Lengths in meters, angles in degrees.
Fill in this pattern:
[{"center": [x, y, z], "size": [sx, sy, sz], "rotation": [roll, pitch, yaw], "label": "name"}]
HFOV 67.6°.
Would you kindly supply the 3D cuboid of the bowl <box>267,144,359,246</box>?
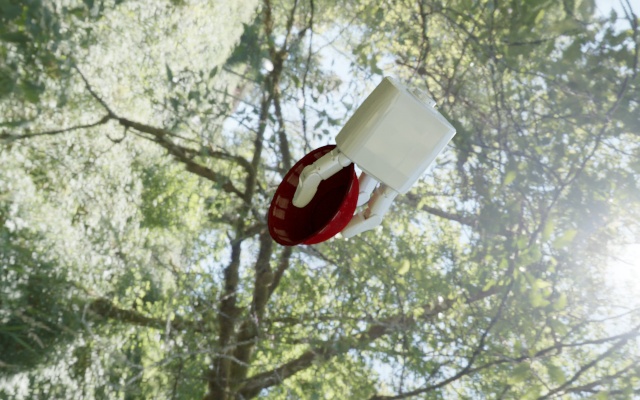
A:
[{"center": [-0.001, 0.003, 0.670], "size": [0.055, 0.162, 0.162], "rotation": [37, -23, -35], "label": "bowl"}]
